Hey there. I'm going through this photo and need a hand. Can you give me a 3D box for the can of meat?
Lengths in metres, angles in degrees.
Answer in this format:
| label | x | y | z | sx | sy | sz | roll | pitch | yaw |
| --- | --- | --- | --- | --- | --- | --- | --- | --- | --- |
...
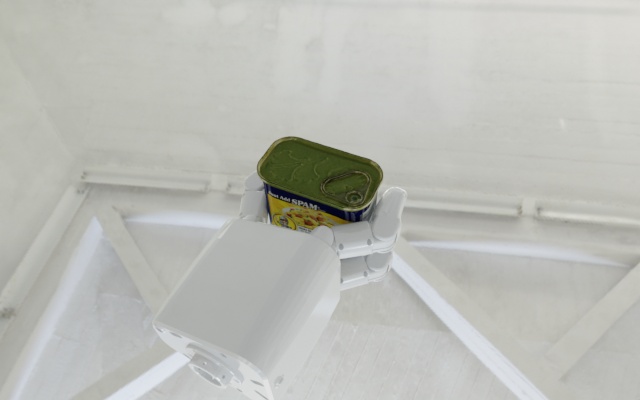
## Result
| label | x | y | z | sx | sy | sz | roll | pitch | yaw |
| --- | --- | --- | --- | --- | --- | --- | --- | --- | --- |
| can of meat | 0.000 | 0.002 | 0.421 | 0.102 | 0.057 | 0.084 | 19 | -37 | 16 |
